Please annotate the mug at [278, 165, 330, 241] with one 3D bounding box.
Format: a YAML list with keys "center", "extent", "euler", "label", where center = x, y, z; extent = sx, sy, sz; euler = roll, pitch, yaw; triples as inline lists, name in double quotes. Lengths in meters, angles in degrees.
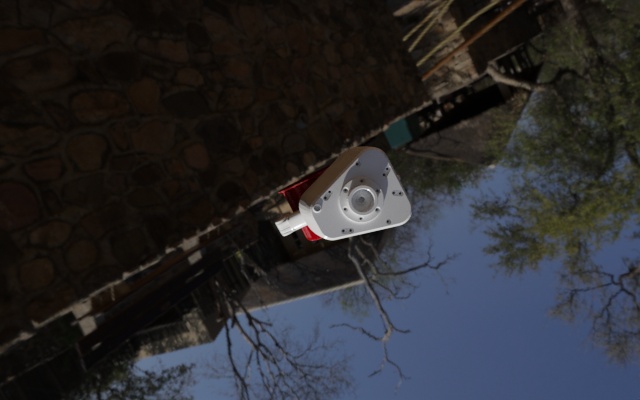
- center: [0.000, 0.002, 0.676]
  extent: [0.093, 0.081, 0.117]
  euler: [-27, 5, -3]
  label: "mug"
